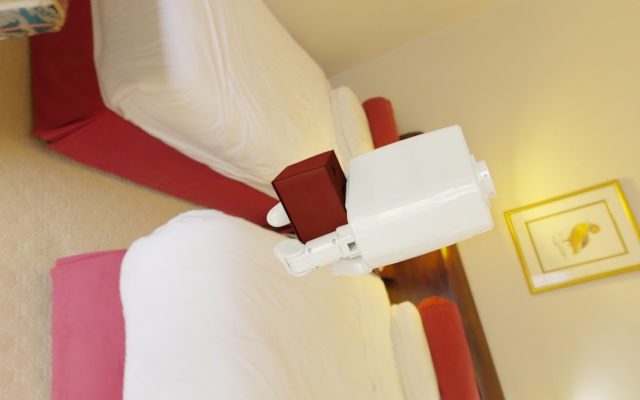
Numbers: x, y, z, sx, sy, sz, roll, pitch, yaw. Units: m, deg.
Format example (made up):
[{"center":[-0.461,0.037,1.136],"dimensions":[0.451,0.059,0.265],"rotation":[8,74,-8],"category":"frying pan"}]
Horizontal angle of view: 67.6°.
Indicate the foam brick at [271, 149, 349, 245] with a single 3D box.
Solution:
[{"center":[0.000,0.001,0.433],"dimensions":[0.051,0.078,0.053],"rotation":[-19,17,19],"category":"foam brick"}]
